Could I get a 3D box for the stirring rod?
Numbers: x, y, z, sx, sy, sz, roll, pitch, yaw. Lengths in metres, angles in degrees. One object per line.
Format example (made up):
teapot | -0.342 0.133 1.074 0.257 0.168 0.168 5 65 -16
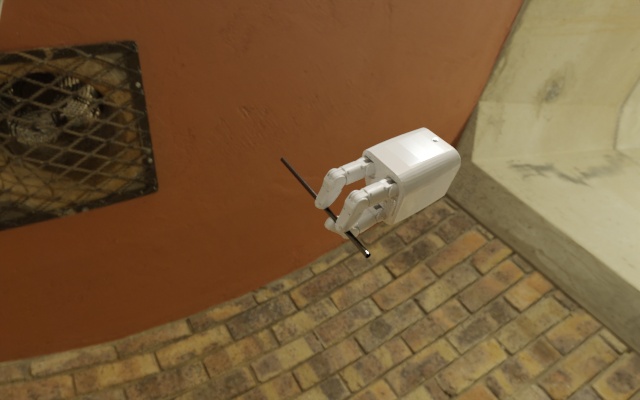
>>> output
stirring rod | 0.000 0.002 0.685 0.011 0.011 0.239 0 35 -38
